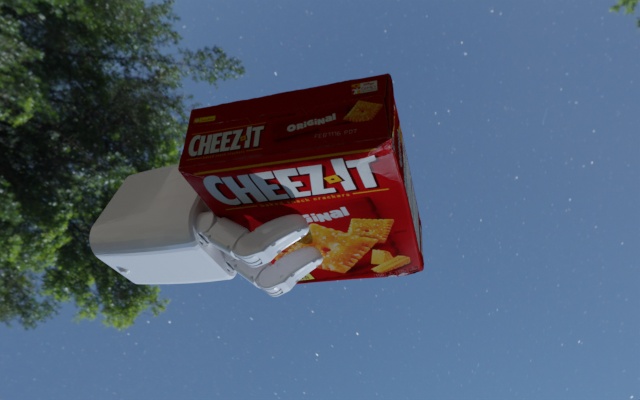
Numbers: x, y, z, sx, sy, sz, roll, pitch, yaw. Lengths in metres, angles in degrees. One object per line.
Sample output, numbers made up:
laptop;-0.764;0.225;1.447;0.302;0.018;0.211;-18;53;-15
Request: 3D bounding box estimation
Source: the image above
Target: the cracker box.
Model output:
cracker box;0.000;0.001;0.431;0.164;0.072;0.214;-7;-35;14
